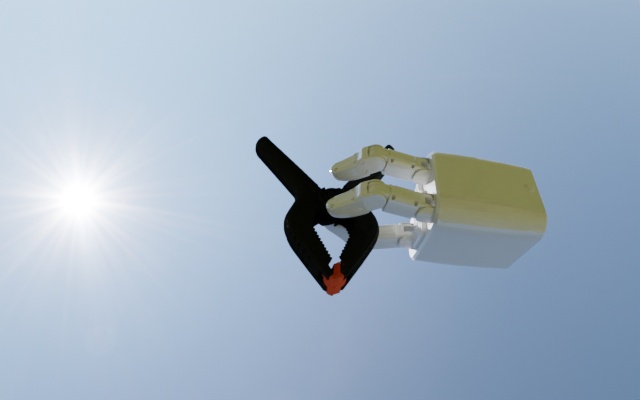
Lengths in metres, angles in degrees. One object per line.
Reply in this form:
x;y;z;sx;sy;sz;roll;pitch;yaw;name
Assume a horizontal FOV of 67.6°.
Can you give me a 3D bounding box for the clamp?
0.000;0.003;0.499;0.164;0.036;0.209;7;45;0;clamp
